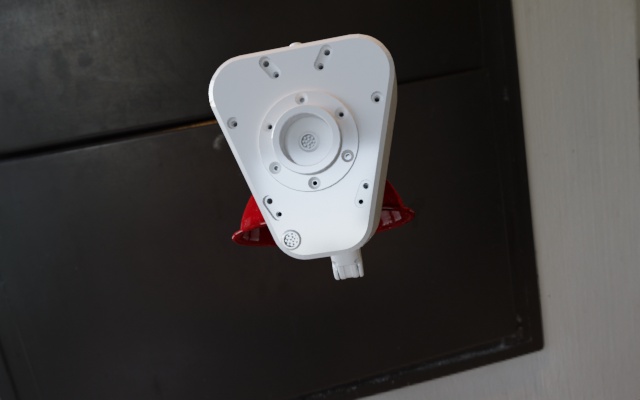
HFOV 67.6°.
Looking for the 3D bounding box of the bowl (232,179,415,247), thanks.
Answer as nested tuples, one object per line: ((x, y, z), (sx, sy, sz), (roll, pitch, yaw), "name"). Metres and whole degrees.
((0.000, 0.001, 0.430), (0.162, 0.055, 0.162), (-7, -13, -2), "bowl")
